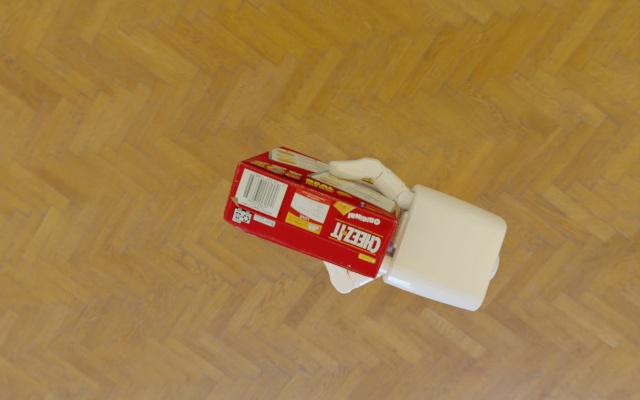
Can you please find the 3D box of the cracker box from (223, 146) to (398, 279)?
[{"bbox_3d":[0.000,0.002,0.556,0.164,0.072,0.213,20,12,3],"label":"cracker box"}]
